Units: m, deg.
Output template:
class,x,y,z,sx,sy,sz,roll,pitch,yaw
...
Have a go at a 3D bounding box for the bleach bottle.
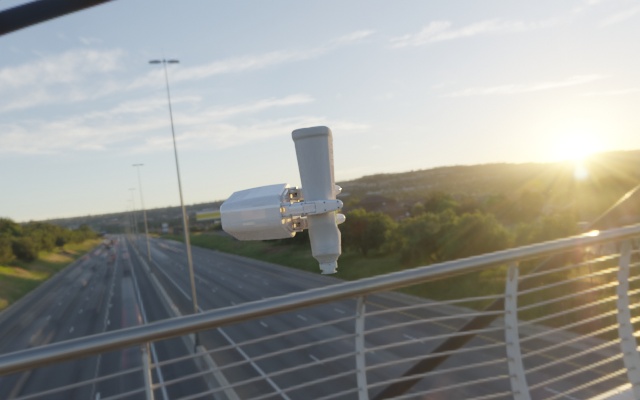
class,x,y,z,sx,sy,sz,roll,pitch,yaw
bleach bottle,0.000,0.003,0.832,0.068,0.251,0.102,-7,0,7
